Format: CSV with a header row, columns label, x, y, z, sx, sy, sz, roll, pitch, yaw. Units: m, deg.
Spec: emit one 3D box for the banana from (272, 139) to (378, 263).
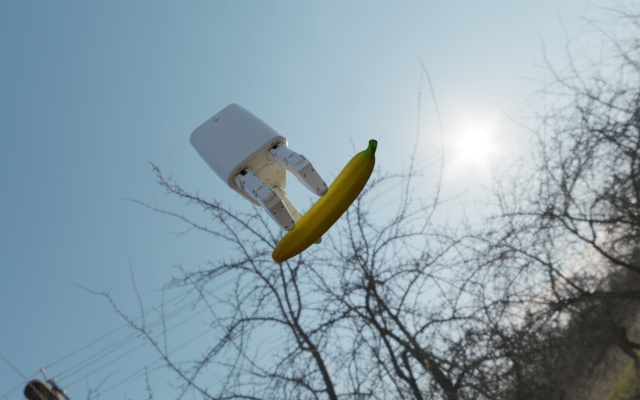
label,x,y,z,sx,sy,sz,roll,pitch,yaw
banana,0.010,0.003,0.619,0.037,0.198,0.070,42,8,27
